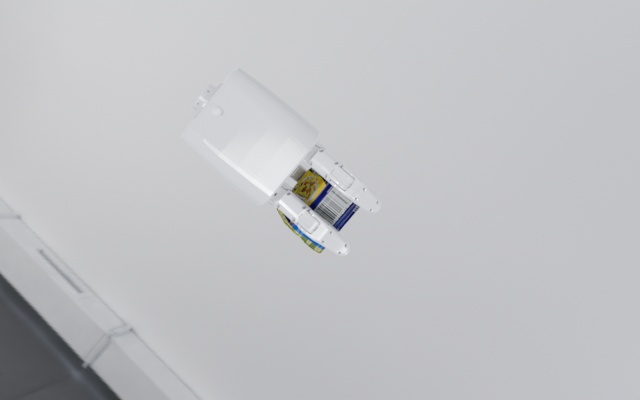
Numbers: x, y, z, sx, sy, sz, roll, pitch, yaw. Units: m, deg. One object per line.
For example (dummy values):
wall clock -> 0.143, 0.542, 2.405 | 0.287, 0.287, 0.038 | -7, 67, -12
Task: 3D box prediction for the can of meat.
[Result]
can of meat -> 0.000, 0.002, 0.542 | 0.057, 0.084, 0.102 | 39, 3, -21
